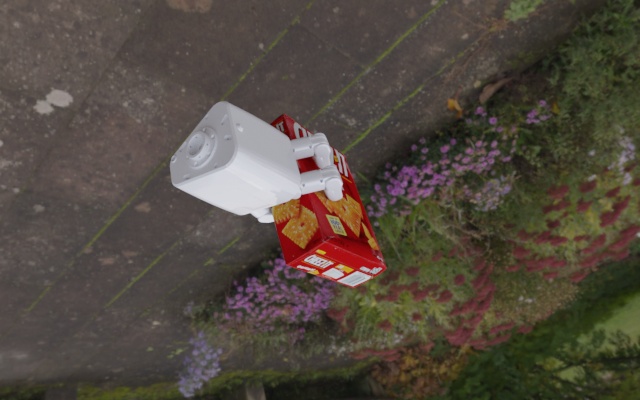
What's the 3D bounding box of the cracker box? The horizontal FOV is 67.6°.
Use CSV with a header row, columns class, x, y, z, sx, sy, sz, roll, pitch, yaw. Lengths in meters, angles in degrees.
class,x,y,z,sx,sy,sz,roll,pitch,yaw
cracker box,0.000,0.002,0.676,0.072,0.213,0.164,-32,-34,22
